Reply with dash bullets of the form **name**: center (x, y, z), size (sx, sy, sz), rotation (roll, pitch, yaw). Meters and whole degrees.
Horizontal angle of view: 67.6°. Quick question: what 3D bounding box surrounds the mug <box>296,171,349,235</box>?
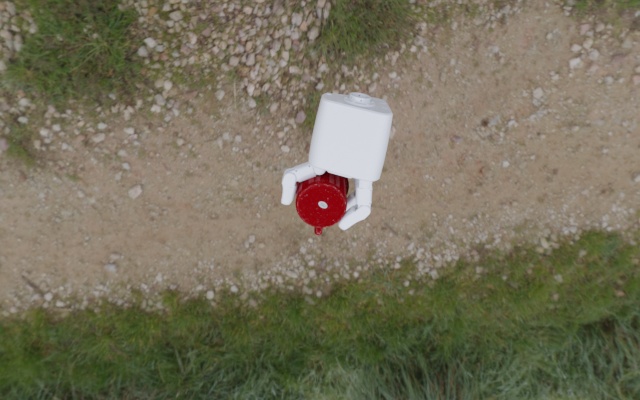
- **mug**: center (0.000, 0.004, 0.785), size (0.093, 0.117, 0.081), rotation (7, 26, -3)
